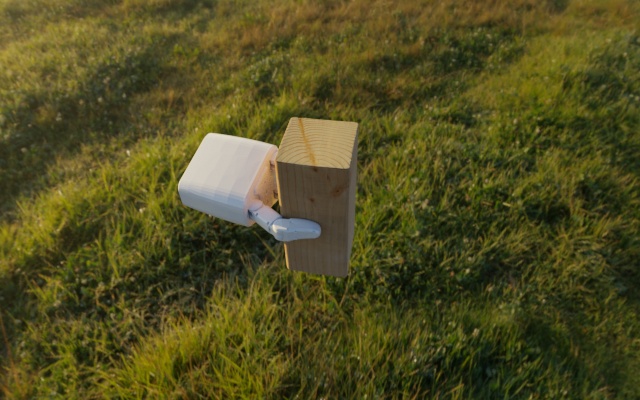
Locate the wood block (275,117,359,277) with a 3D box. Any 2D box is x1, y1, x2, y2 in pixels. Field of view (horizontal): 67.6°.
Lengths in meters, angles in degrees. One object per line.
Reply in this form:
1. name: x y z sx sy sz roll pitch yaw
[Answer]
1. wood block: 0.000 0.002 0.644 0.090 0.206 0.090 7 46 9
